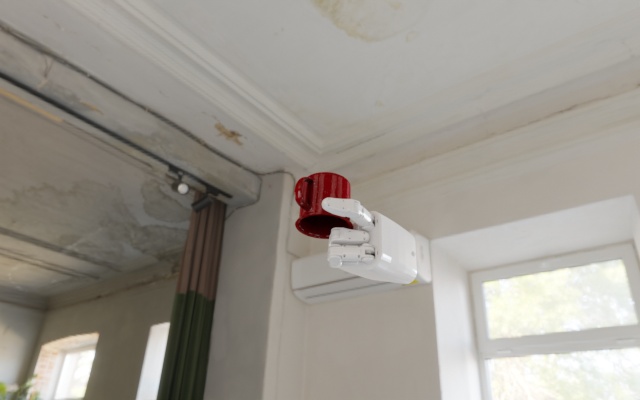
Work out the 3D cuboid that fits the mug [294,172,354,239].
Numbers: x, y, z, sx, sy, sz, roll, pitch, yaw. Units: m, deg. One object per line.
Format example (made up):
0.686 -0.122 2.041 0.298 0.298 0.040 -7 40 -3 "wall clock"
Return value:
-0.001 0.002 0.770 0.093 0.081 0.117 -21 -37 37 "mug"
